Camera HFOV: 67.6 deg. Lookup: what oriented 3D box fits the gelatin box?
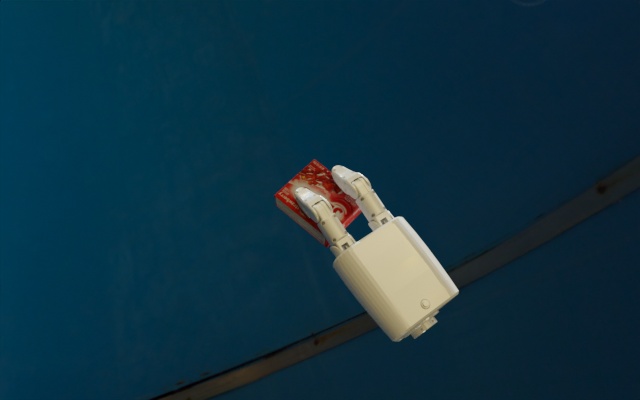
[{"bbox_3d":[0.000,0.002,0.587,0.089,0.073,0.030,38,-23,18],"label":"gelatin box"}]
